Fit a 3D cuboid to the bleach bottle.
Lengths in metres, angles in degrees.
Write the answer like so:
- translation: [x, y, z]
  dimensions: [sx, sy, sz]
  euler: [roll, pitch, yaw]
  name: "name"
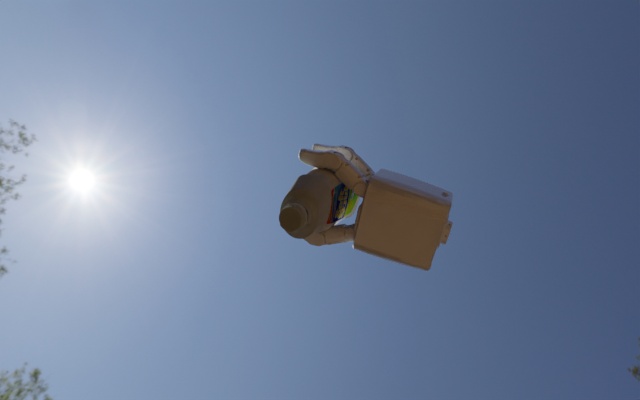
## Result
- translation: [0.000, 0.002, 0.652]
  dimensions: [0.068, 0.102, 0.250]
  euler: [19, 17, 12]
  name: "bleach bottle"
